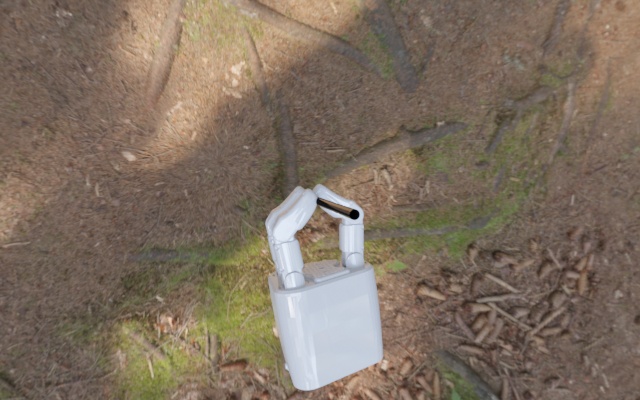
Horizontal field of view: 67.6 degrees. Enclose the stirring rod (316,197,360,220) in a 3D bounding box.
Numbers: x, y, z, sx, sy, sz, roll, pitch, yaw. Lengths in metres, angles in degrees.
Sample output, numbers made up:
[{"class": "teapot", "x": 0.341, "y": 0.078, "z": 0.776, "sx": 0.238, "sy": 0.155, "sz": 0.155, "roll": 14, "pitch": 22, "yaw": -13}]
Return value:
[{"class": "stirring rod", "x": 0.000, "y": 0.002, "z": 0.466, "sx": 0.011, "sy": 0.011, "sz": 0.239, "roll": 0, "pitch": 4, "yaw": -12}]
